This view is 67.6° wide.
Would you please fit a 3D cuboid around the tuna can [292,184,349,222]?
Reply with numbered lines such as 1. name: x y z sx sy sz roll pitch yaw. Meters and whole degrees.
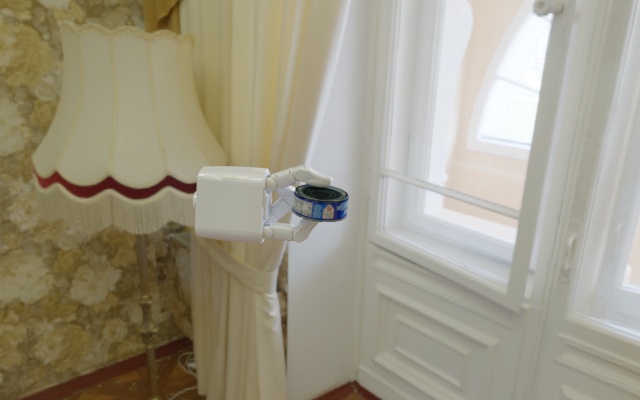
1. tuna can: 0.000 0.002 0.728 0.086 0.034 0.086 6 18 -2
